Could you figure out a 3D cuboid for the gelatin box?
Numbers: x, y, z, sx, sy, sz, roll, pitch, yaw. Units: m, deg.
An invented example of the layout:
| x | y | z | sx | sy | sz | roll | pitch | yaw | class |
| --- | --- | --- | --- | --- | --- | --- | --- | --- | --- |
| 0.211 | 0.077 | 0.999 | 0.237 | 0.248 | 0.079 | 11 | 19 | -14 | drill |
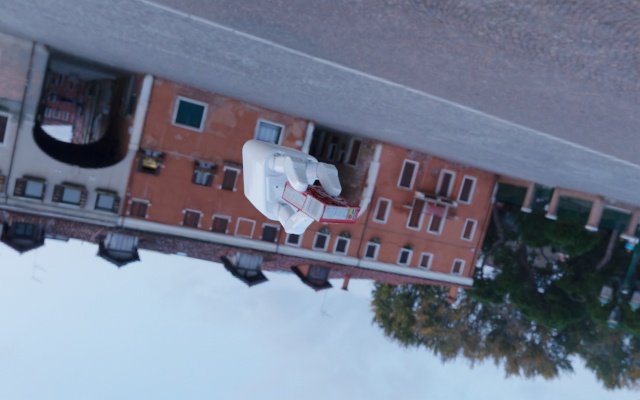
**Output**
| x | y | z | sx | sy | sz | roll | pitch | yaw | class |
| --- | --- | --- | --- | --- | --- | --- | --- | --- | --- |
| 0.000 | 0.003 | 0.674 | 0.073 | 0.030 | 0.089 | 6 | 18 | -44 | gelatin box |
